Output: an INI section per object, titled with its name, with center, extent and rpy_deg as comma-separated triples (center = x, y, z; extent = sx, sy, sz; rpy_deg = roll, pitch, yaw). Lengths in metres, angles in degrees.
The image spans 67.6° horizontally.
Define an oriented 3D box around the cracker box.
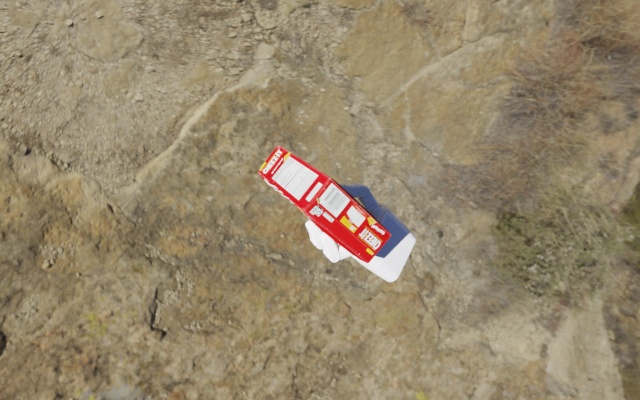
[cracker box]
center = 0.000, 0.003, 0.819
extent = 0.164, 0.072, 0.213
rpy_deg = 41, -2, -33
